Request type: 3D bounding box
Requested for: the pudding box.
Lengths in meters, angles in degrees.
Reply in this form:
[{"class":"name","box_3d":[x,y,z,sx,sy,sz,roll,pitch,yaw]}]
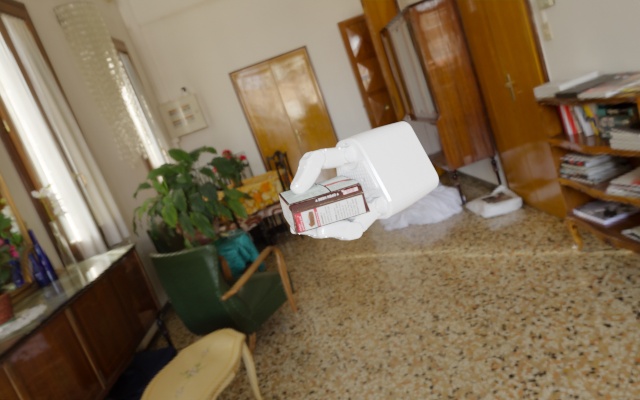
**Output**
[{"class":"pudding box","box_3d":[0.000,0.002,0.580,0.090,0.039,0.113,-18,9,-7]}]
